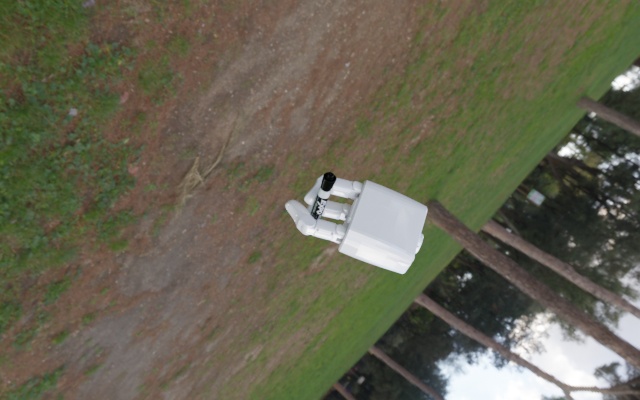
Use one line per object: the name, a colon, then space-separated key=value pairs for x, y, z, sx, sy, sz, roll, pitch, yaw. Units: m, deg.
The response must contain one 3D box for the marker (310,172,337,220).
marker: x=0.000 y=0.002 z=0.688 sx=0.020 sy=0.020 sz=0.121 roll=0 pitch=-38 yaw=-17
